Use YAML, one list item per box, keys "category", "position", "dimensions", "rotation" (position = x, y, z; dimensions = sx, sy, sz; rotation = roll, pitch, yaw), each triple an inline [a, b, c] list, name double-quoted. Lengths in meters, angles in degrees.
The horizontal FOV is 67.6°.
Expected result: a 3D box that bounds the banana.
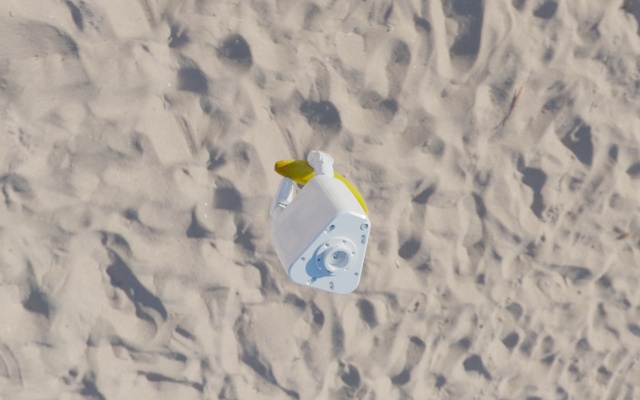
- category: "banana"
  position: [0.016, -0.008, 0.727]
  dimensions: [0.198, 0.069, 0.037]
  rotation: [45, 9, -30]
